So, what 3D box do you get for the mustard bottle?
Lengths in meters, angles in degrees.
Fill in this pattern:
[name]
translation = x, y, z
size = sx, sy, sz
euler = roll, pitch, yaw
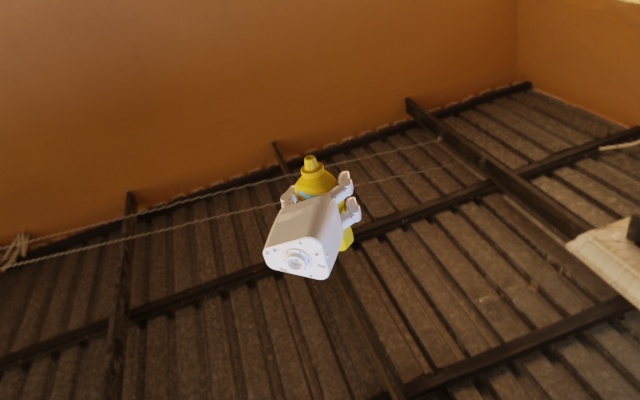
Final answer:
[mustard bottle]
translation = 0.000, 0.003, 0.880
size = 0.096, 0.192, 0.058
euler = 15, 44, 37
